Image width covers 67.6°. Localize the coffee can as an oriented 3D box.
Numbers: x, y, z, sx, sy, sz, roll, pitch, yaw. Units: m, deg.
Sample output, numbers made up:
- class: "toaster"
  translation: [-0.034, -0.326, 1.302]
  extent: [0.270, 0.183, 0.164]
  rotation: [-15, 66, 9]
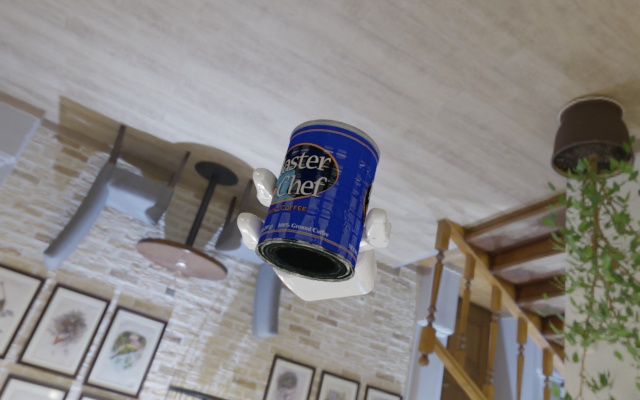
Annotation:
- class: "coffee can"
  translation: [0.000, 0.001, 0.502]
  extent: [0.103, 0.140, 0.103]
  rotation: [12, -26, 6]
